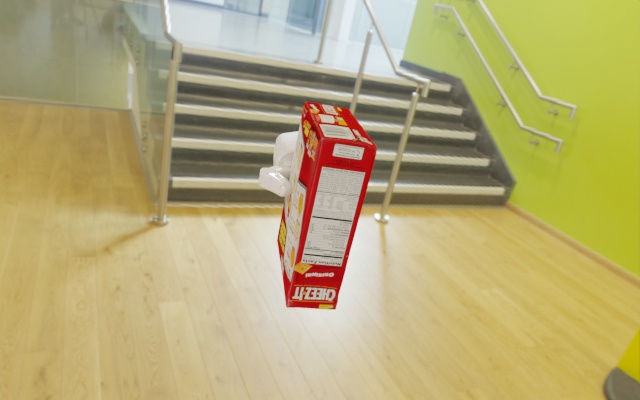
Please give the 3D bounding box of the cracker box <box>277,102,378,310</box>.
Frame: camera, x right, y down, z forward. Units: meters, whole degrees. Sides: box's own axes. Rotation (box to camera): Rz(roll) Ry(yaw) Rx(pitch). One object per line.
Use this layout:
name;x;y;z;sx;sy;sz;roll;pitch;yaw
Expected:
cracker box;0.000;0.002;0.600;0.072;0.214;0.164;7;23;-12
